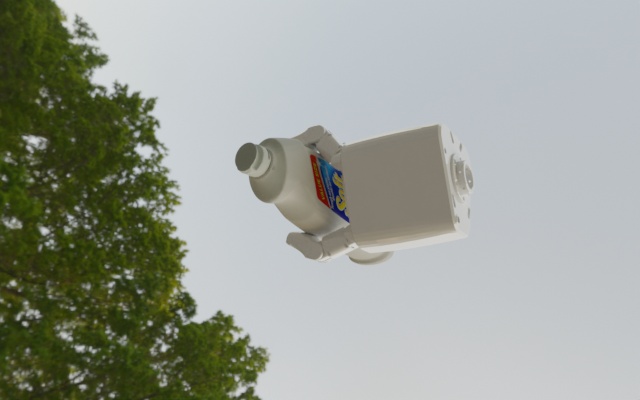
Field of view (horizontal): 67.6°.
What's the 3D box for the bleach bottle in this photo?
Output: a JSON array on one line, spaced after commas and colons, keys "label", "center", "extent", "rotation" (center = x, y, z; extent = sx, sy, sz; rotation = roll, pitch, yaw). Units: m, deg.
[{"label": "bleach bottle", "center": [0.000, 0.002, 0.541], "extent": [0.068, 0.102, 0.251], "rotation": [-13, -23, 32]}]
